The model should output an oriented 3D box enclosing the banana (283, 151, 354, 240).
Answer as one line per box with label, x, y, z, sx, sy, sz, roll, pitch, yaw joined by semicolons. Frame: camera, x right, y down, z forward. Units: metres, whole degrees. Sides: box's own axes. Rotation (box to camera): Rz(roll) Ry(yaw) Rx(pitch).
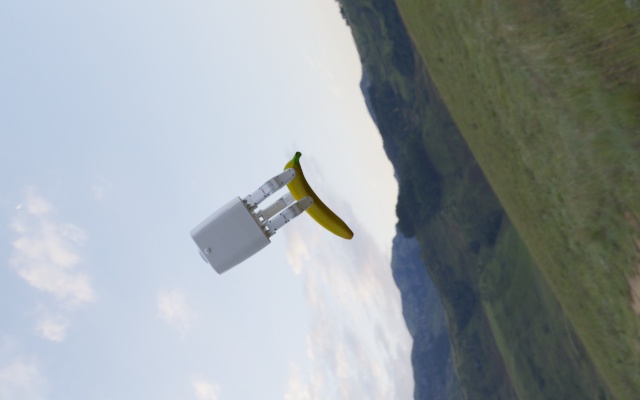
banana;-0.013;0.000;0.857;0.037;0.198;0.069;-47;27;-24
